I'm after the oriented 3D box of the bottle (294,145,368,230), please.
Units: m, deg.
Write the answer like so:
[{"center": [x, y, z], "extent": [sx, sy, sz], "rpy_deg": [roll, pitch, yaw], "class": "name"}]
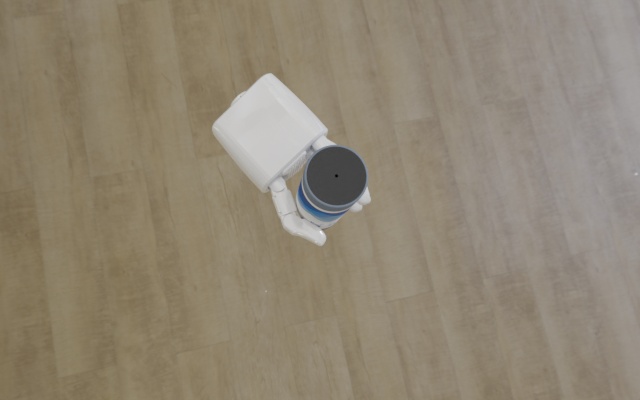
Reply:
[{"center": [0.000, 0.002, 0.629], "extent": [0.069, 0.069, 0.296], "rpy_deg": [0, -11, -6], "class": "bottle"}]
